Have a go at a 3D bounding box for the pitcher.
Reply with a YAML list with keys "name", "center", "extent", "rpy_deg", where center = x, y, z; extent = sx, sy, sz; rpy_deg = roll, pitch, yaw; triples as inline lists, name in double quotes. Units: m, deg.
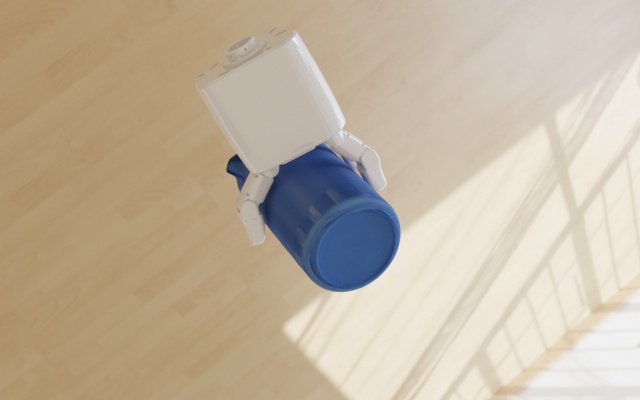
- name: "pitcher"
  center: [0.000, 0.002, 0.569]
  extent: [0.149, 0.145, 0.242]
  rpy_deg: [-34, 32, -7]
